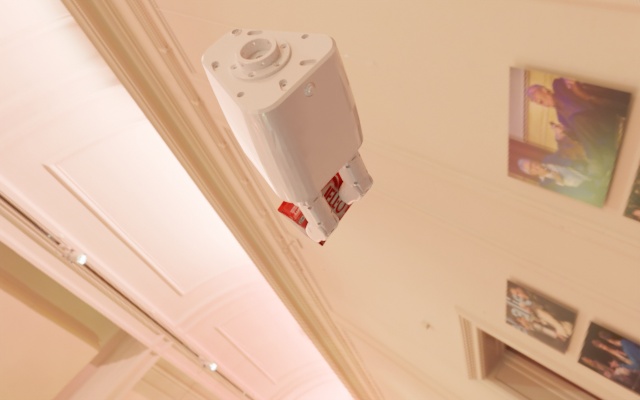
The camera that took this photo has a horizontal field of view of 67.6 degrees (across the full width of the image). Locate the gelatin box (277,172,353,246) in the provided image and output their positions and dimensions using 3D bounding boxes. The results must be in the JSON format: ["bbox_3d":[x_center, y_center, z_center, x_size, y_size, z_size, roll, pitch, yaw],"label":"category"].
[{"bbox_3d":[0.000,0.002,0.513,0.030,0.073,0.089,31,-9,28],"label":"gelatin box"}]
